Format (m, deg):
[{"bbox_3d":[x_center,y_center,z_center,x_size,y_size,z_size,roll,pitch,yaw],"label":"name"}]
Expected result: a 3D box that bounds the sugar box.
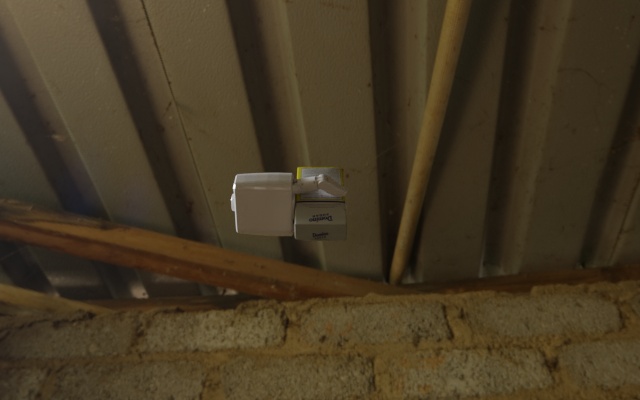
[{"bbox_3d":[0.000,0.003,0.897,0.093,0.048,0.176,1,41,0],"label":"sugar box"}]
